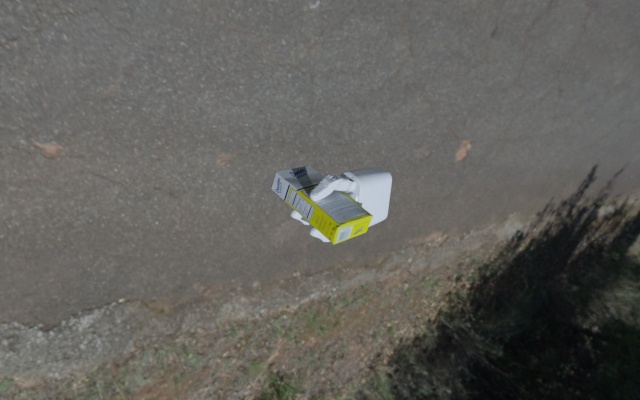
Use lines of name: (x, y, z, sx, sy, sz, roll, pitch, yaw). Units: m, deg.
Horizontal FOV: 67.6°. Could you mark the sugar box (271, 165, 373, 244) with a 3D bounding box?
sugar box: (0.000, 0.003, 0.874, 0.093, 0.048, 0.176, -14, 42, -44)
